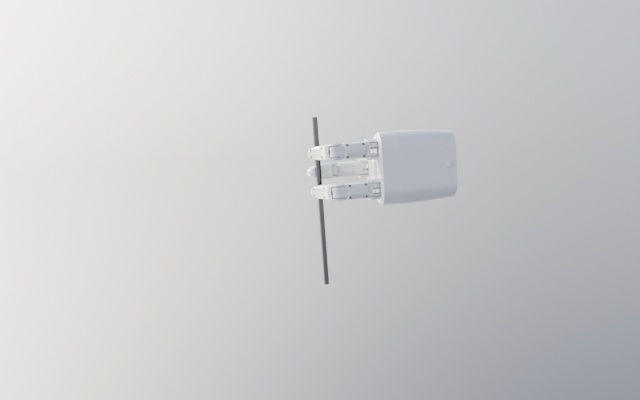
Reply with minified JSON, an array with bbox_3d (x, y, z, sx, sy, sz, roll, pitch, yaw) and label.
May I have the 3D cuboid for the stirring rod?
[{"bbox_3d":[0.000,0.002,0.685,0.011,0.239,0.011,-4,6,0],"label":"stirring rod"}]
